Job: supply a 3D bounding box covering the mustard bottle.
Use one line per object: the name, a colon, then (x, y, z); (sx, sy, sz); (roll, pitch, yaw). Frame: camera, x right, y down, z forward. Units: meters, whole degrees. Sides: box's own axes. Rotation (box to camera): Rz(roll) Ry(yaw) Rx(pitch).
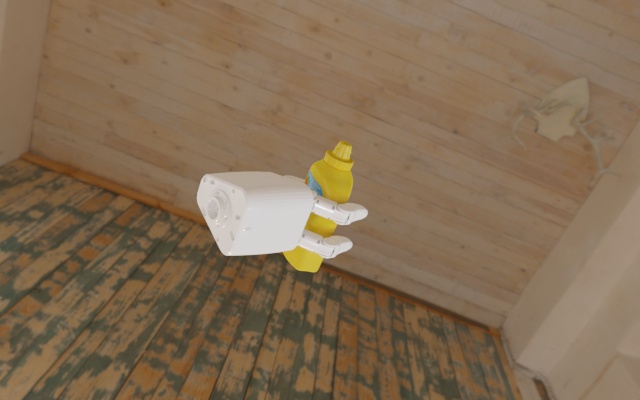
mustard bottle: (0.000, 0.003, 0.695); (0.058, 0.192, 0.096); (12, 25, -24)
